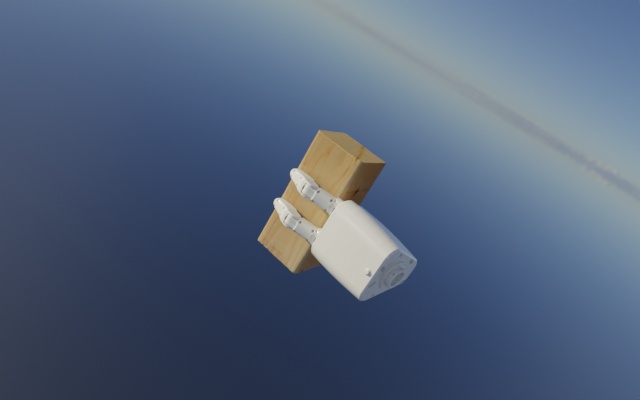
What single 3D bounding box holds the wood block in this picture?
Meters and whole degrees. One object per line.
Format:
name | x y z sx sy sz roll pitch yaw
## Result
wood block | 0.001 0.003 0.753 0.090 0.206 0.091 39 21 22
